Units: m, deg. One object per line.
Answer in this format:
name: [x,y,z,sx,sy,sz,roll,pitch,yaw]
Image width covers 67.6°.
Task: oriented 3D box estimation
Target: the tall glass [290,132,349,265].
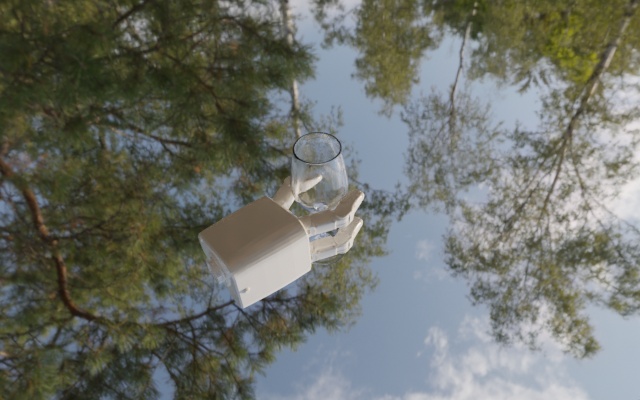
tall glass: [0.000,0.003,0.668,0.079,0.079,0.201,0,-44,3]
